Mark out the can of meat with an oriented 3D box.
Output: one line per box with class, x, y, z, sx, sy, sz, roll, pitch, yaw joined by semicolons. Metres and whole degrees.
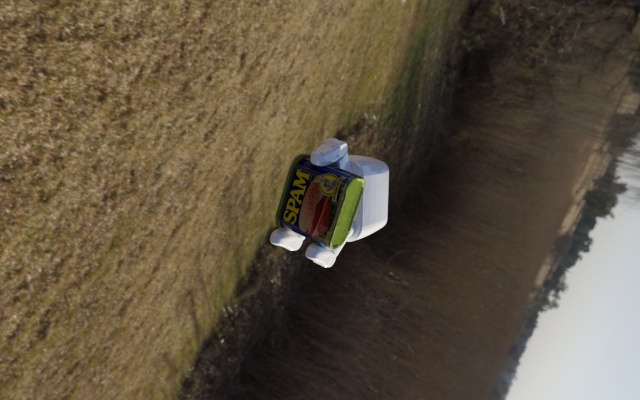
can of meat;0.000;0.002;0.605;0.084;0.102;0.057;23;14;26
